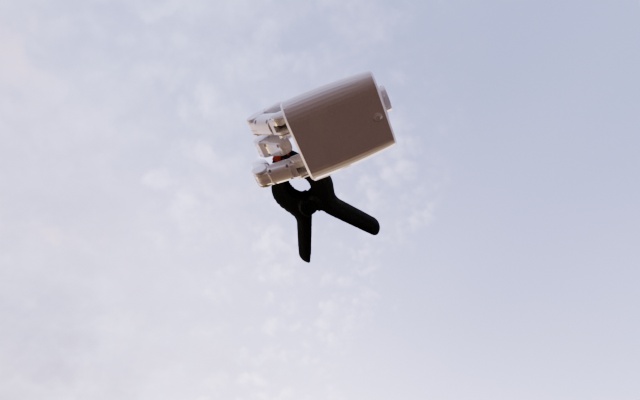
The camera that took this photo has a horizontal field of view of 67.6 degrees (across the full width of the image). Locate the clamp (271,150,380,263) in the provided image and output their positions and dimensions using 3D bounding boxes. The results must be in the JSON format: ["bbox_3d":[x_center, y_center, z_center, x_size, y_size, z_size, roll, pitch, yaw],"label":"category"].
[{"bbox_3d":[0.000,0.002,0.616,0.120,0.171,0.039,-20,31,10],"label":"clamp"}]
